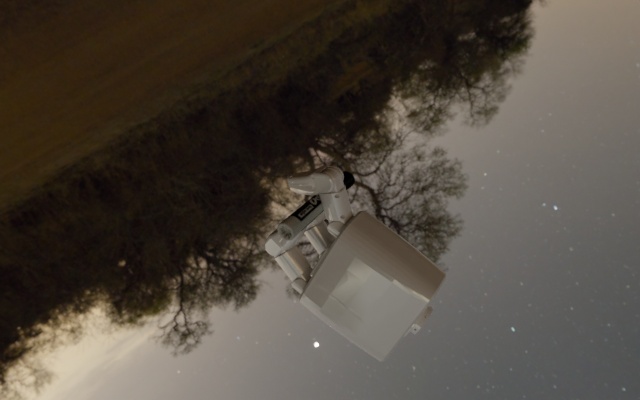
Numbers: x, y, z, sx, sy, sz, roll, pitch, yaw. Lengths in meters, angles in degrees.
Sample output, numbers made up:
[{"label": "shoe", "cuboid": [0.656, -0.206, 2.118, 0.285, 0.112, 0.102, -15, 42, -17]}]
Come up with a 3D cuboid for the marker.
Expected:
[{"label": "marker", "cuboid": [0.000, 0.002, 0.478, 0.020, 0.020, 0.121, 0, 27, 37]}]
